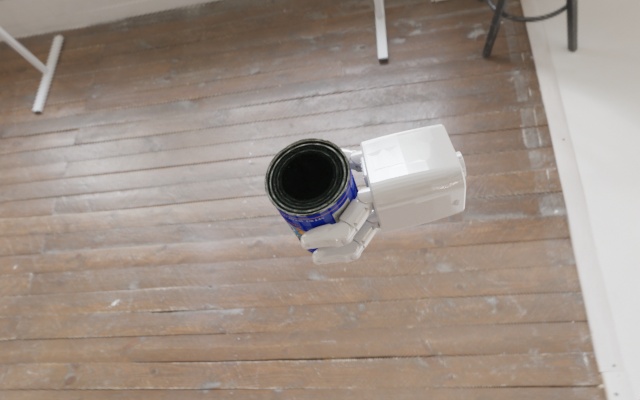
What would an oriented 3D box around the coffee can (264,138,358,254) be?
[{"bbox_3d":[0.000,0.002,0.607,0.103,0.102,0.140,0,-26,15],"label":"coffee can"}]
